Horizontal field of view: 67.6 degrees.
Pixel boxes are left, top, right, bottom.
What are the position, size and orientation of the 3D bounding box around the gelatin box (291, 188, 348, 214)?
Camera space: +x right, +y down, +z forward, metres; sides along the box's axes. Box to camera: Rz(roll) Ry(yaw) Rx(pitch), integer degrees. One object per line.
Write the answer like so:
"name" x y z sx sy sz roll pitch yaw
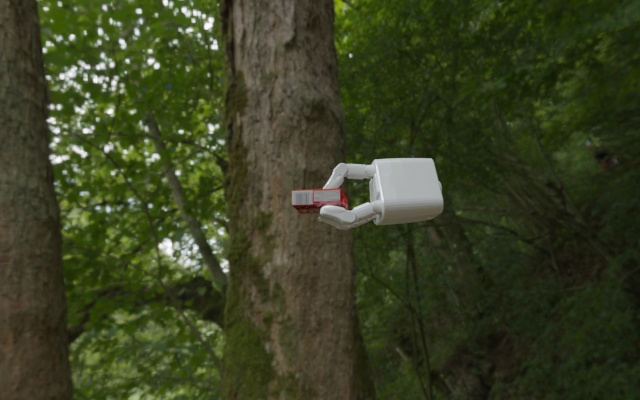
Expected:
"gelatin box" 0.000 0.002 0.834 0.089 0.030 0.073 -2 -13 9
